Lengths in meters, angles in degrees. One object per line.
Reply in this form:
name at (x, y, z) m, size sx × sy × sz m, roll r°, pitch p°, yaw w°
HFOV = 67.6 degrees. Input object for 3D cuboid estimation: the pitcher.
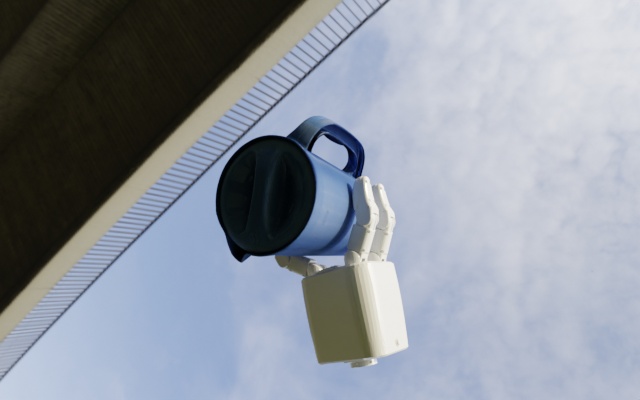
pitcher at (0.000, 0.002, 0.606) m, size 0.149 × 0.145 × 0.243 m, roll -17°, pitch -16°, yaw 27°
